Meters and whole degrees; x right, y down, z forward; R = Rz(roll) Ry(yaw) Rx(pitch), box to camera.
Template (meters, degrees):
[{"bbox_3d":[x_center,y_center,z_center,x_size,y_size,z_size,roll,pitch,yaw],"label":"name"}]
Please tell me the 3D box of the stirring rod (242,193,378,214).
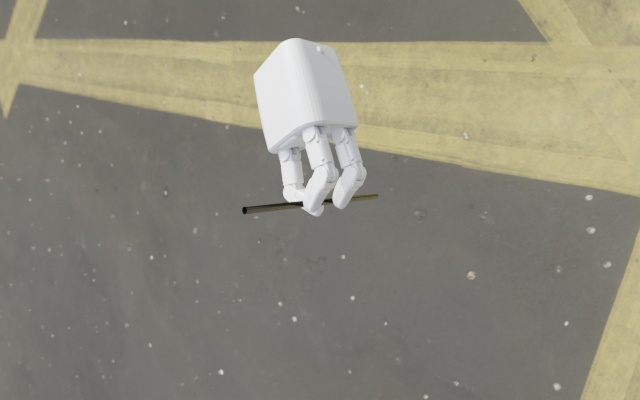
[{"bbox_3d":[0.000,0.002,0.583,0.011,0.011,0.239,0,4,41],"label":"stirring rod"}]
